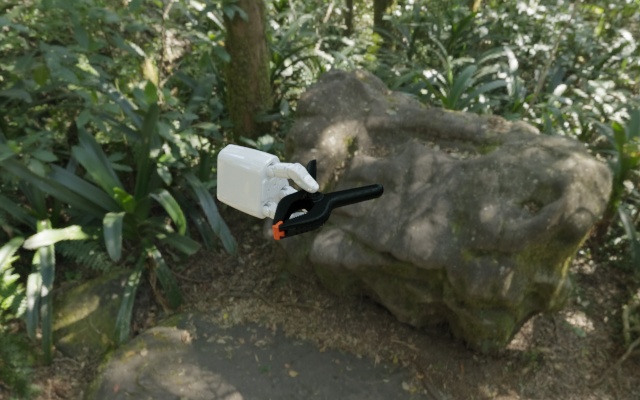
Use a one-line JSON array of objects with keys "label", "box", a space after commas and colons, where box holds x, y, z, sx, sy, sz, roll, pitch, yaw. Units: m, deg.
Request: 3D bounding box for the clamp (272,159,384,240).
[{"label": "clamp", "box": [0.000, 0.002, 0.824, 0.164, 0.036, 0.210, 17, 42, 27]}]
